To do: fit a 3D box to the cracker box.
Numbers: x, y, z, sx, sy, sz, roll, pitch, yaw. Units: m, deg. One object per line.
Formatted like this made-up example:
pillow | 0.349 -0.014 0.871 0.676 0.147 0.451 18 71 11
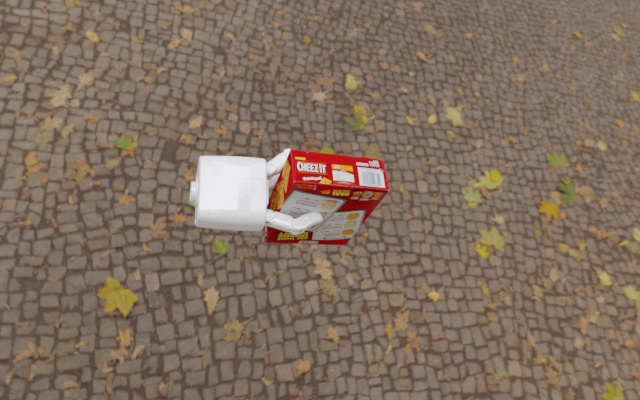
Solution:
cracker box | 0.000 0.003 0.840 0.164 0.072 0.214 4 -31 -18
